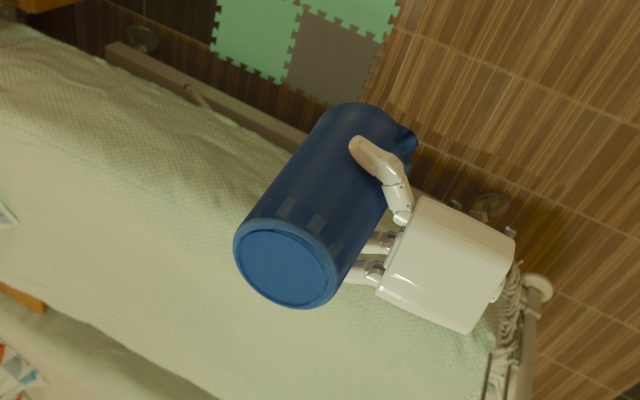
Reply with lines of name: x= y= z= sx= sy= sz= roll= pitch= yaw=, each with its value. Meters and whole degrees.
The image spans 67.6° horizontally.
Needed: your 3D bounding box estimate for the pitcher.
pitcher: x=0.000 y=0.002 z=0.525 sx=0.145 sy=0.149 sz=0.242 roll=26 pitch=40 yaw=8
